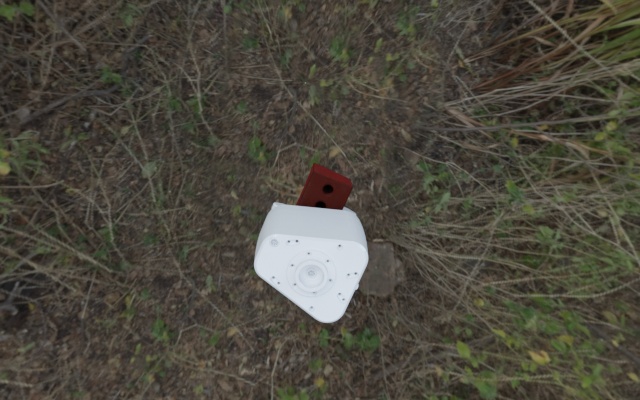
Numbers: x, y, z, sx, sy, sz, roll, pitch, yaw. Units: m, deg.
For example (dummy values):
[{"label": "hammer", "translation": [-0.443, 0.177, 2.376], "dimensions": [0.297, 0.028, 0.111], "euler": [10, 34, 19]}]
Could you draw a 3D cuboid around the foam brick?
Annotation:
[{"label": "foam brick", "translation": [0.000, 0.002, 0.587], "dimensions": [0.053, 0.078, 0.051], "euler": [22, 12, -5]}]
